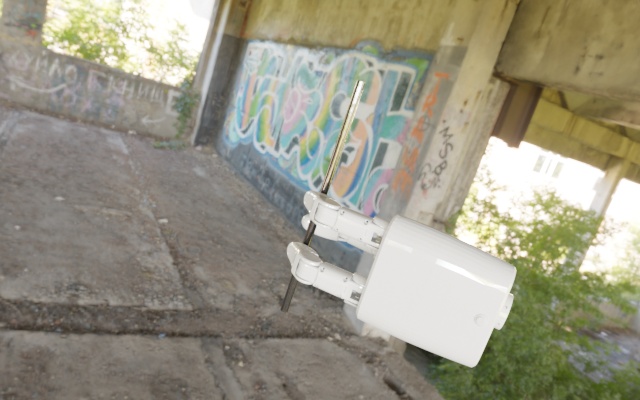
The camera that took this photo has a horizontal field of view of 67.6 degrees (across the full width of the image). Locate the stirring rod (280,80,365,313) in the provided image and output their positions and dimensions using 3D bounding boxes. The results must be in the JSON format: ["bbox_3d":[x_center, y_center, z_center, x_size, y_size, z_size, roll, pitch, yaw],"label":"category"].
[{"bbox_3d":[0.000,0.002,0.466,0.011,0.239,0.011,18,12,-4],"label":"stirring rod"}]
